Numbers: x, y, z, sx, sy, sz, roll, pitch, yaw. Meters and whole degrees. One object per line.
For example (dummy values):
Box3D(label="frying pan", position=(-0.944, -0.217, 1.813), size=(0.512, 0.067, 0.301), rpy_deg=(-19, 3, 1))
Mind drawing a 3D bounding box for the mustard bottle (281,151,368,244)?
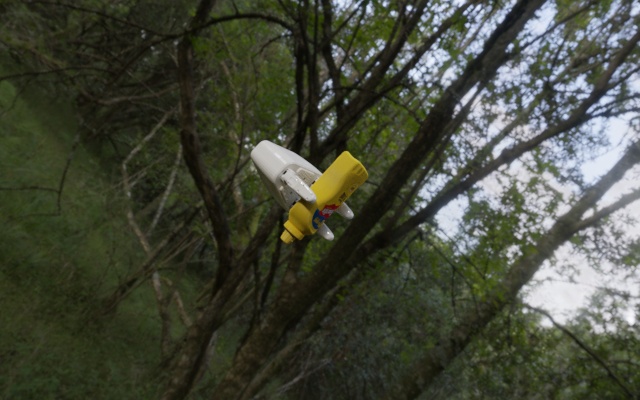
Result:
Box3D(label="mustard bottle", position=(0.001, 0.003, 0.853), size=(0.058, 0.191, 0.096), rpy_deg=(44, -1, 18))
